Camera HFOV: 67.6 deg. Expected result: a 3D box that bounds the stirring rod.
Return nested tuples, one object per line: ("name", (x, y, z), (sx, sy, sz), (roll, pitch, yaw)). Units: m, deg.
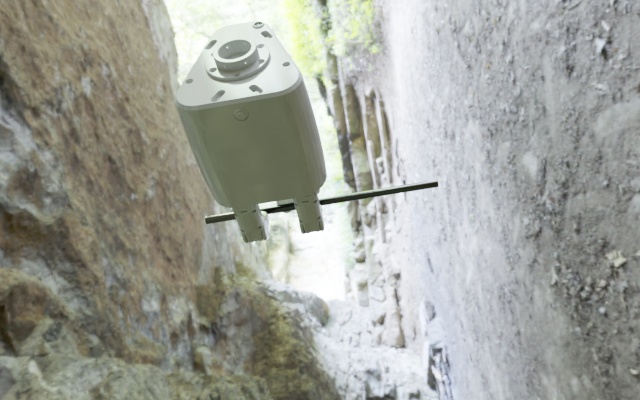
("stirring rod", (0.000, 0.002, 0.490), (0.239, 0.011, 0.011), (-9, -1, 3))
